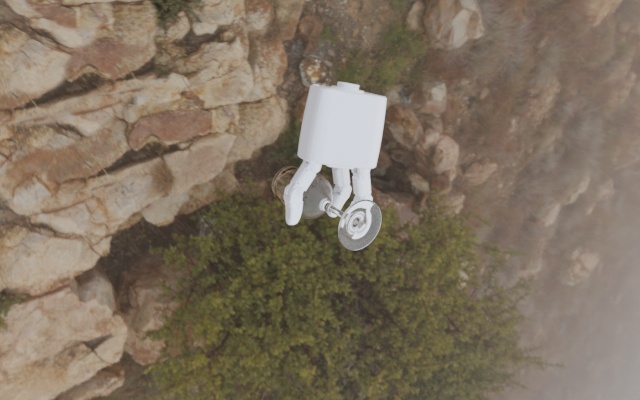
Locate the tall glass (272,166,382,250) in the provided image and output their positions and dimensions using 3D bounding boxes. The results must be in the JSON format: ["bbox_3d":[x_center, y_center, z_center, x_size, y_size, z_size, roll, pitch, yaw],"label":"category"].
[{"bbox_3d":[0.000,0.003,0.728,0.079,0.079,0.201,0,18,-36],"label":"tall glass"}]
